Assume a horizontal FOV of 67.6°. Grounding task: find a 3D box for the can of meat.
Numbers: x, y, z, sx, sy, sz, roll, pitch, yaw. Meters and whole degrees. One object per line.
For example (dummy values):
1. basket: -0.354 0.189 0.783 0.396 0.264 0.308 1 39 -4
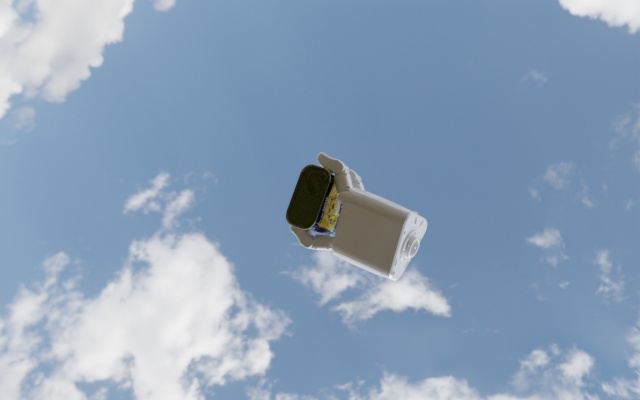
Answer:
1. can of meat: 0.000 0.003 0.779 0.057 0.102 0.084 18 -3 32
